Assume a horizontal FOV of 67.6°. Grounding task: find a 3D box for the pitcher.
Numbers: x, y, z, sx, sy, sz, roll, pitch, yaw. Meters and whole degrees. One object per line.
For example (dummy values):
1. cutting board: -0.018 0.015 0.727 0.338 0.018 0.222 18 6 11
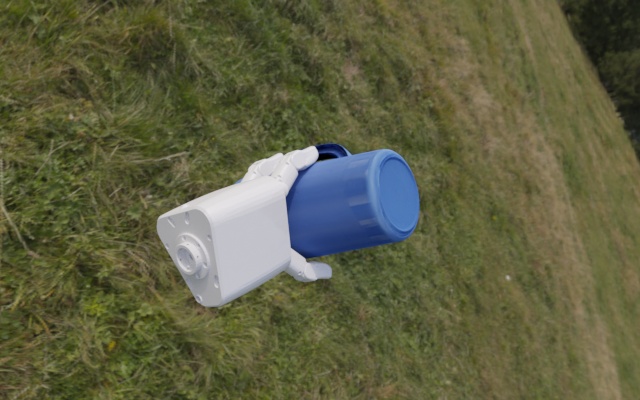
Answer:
1. pitcher: 0.000 0.002 0.621 0.243 0.149 0.145 -12 7 39
